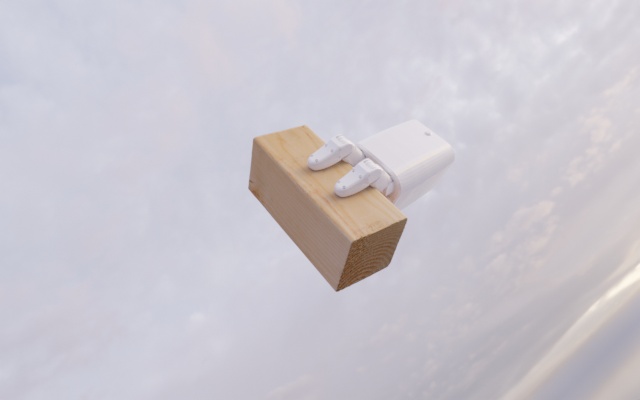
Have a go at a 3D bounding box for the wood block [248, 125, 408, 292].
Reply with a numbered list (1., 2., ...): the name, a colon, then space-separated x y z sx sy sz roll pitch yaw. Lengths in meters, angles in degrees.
1. wood block: 0.000 0.002 0.611 0.090 0.091 0.206 -20 50 -32
